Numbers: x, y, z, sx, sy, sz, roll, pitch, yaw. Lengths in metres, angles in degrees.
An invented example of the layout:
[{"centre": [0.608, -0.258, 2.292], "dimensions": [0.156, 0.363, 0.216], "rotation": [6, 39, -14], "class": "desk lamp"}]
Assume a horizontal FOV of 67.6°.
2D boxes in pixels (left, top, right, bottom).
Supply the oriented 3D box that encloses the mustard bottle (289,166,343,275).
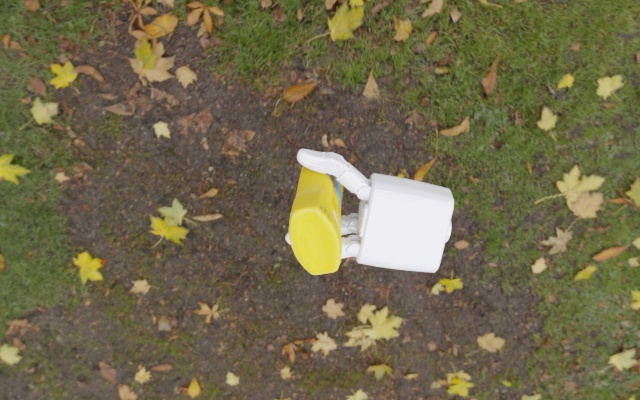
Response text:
[{"centre": [0.000, 0.002, 0.623], "dimensions": [0.058, 0.096, 0.191], "rotation": [-12, 29, 11], "class": "mustard bottle"}]
